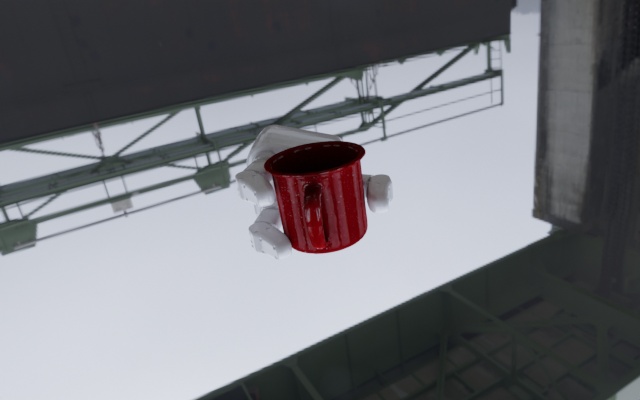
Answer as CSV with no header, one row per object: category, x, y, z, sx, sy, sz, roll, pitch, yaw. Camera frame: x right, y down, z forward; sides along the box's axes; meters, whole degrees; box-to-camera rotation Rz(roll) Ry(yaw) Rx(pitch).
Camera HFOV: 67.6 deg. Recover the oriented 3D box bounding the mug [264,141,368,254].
mug,0.000,0.002,0.436,0.093,0.081,0.117,-7,23,4
